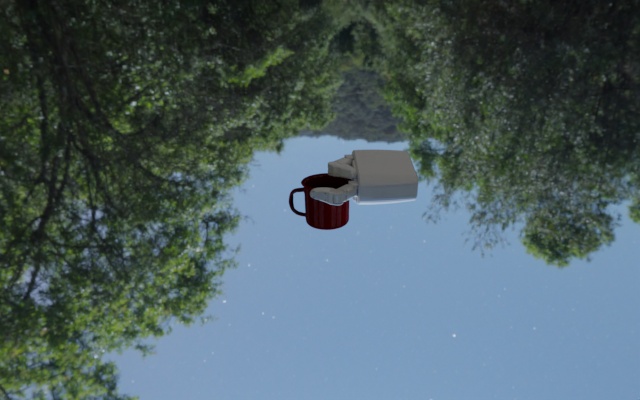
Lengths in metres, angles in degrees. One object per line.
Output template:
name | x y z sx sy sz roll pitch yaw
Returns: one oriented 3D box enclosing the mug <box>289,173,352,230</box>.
mug | -0.001 0.003 0.878 0.117 0.081 0.093 -2 22 -2
